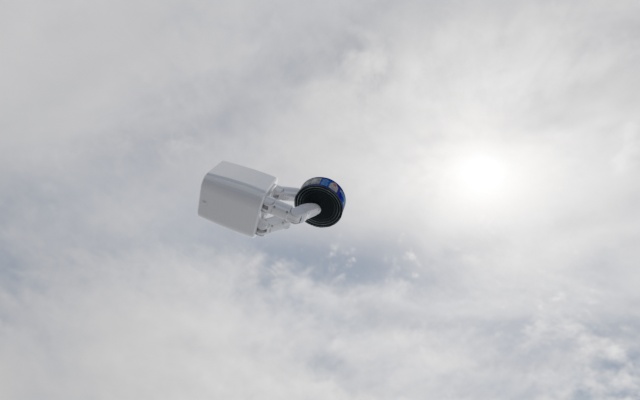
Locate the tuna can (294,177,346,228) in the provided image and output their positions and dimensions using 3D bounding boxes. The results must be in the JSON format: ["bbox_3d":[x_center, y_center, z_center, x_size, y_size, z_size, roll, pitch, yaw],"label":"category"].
[{"bbox_3d":[0.000,0.002,0.821,0.086,0.086,0.033,0,32,17],"label":"tuna can"}]
